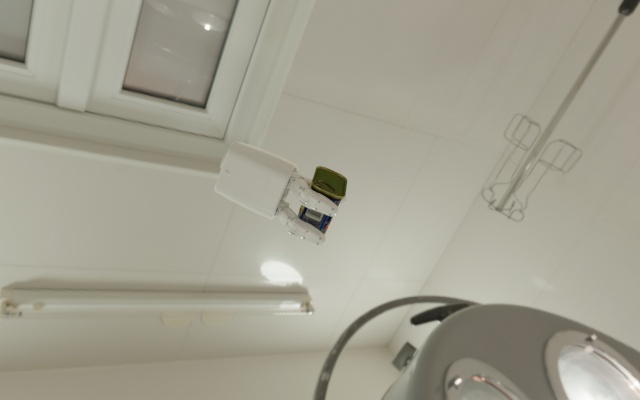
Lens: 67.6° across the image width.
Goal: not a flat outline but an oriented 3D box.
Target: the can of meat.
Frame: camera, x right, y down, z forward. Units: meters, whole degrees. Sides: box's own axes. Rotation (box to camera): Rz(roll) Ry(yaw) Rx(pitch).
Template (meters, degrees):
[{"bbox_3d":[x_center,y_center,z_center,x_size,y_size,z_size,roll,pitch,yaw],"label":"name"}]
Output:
[{"bbox_3d":[0.000,0.003,0.785,0.057,0.084,0.102,23,23,-4],"label":"can of meat"}]
